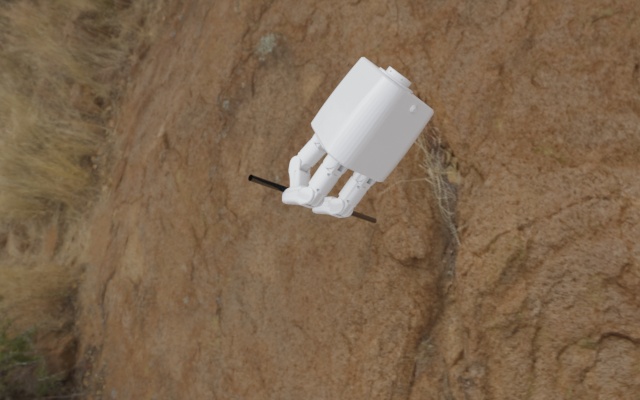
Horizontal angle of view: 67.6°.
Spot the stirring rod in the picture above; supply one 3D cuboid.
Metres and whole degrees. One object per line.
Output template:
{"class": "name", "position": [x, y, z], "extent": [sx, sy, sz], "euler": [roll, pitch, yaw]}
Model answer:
{"class": "stirring rod", "position": [0.000, 0.002, 0.639], "extent": [0.011, 0.011, 0.239], "euler": [0, -14, 44]}
